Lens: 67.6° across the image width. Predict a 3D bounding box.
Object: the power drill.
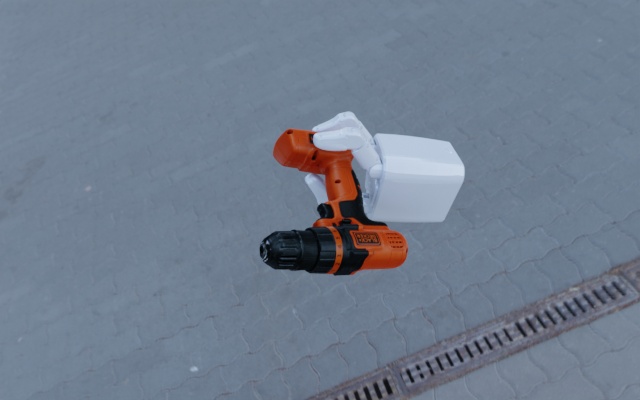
[{"bbox_3d":[0.000,0.001,0.568,0.184,0.187,0.057,5,-37,-32],"label":"power drill"}]
